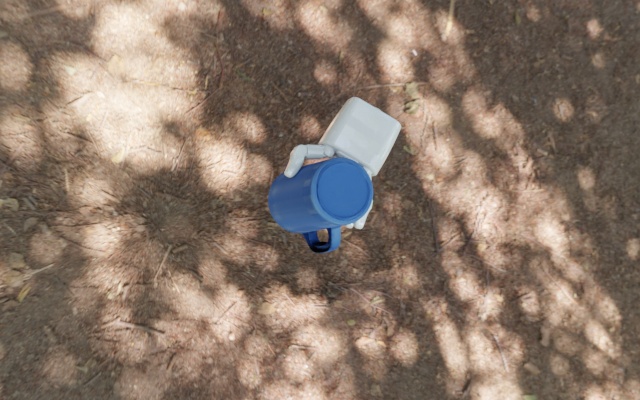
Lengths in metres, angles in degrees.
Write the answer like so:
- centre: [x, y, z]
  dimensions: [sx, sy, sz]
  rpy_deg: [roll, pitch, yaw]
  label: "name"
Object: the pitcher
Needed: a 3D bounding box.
- centre: [0.000, 0.003, 0.854]
  dimensions: [0.149, 0.145, 0.243]
  rpy_deg: [34, -13, -14]
  label: "pitcher"
